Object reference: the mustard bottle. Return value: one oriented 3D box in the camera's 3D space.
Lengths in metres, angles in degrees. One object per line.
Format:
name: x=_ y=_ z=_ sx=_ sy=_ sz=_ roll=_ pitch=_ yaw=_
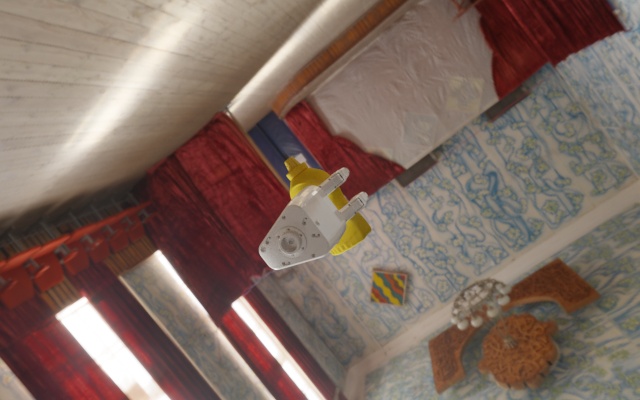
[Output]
mustard bottle: x=0.000 y=0.003 z=0.853 sx=0.096 sy=0.191 sz=0.058 roll=-34 pitch=5 yaw=46
